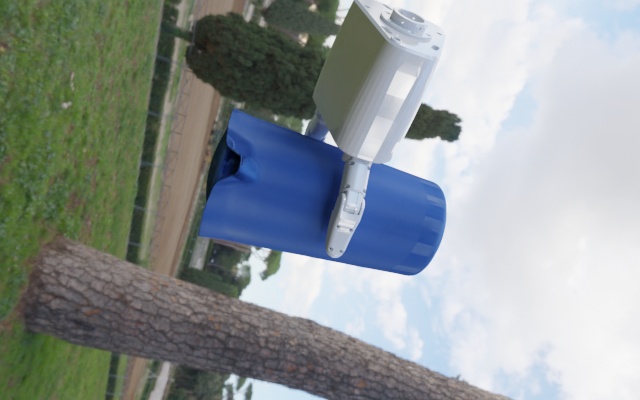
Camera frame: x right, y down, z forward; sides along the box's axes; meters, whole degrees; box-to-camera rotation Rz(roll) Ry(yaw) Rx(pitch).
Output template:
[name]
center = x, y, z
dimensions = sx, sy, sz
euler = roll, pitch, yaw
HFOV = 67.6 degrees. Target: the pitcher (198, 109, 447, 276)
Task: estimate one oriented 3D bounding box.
[pitcher]
center = 0.000, 0.002, 0.515
dimensions = 0.243, 0.145, 0.149
euler = 16, 36, -11
